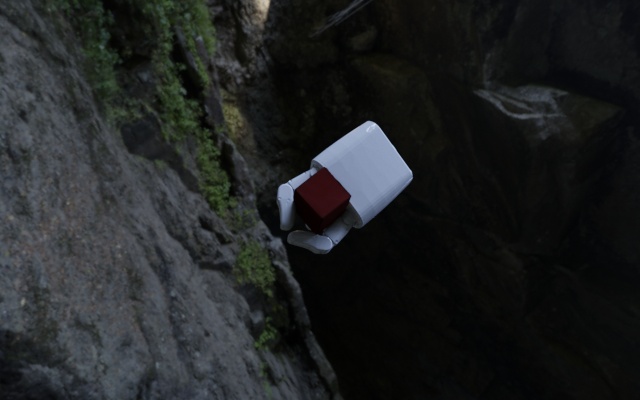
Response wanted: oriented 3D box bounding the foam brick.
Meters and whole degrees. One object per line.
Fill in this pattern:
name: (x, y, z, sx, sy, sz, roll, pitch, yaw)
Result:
foam brick: (0.000, 0.002, 0.620, 0.051, 0.053, 0.078, -38, -11, -15)
